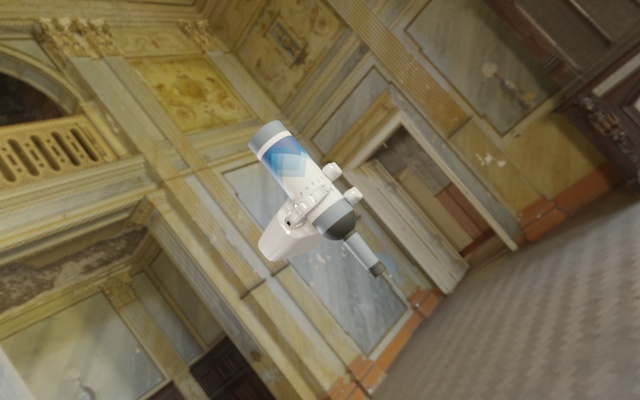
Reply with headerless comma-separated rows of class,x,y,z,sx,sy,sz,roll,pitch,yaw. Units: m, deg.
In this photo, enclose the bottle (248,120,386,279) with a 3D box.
bottle,0.000,0.002,0.766,0.069,0.295,0.069,-39,-8,-7
